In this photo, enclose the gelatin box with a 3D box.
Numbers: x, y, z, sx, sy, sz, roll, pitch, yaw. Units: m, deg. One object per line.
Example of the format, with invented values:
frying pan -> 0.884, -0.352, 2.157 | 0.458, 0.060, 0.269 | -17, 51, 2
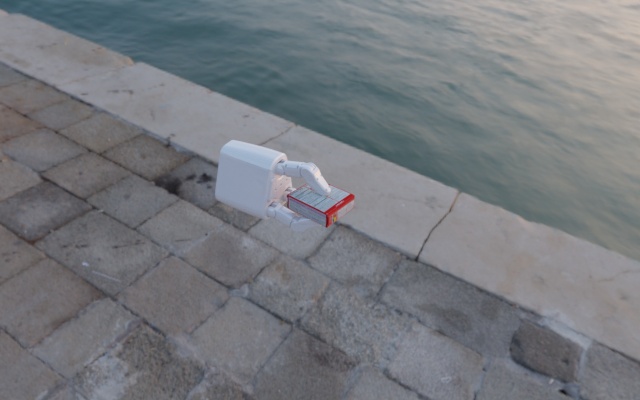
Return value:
gelatin box -> 0.000, 0.002, 0.788 | 0.089, 0.030, 0.073 | 24, 40, 32
